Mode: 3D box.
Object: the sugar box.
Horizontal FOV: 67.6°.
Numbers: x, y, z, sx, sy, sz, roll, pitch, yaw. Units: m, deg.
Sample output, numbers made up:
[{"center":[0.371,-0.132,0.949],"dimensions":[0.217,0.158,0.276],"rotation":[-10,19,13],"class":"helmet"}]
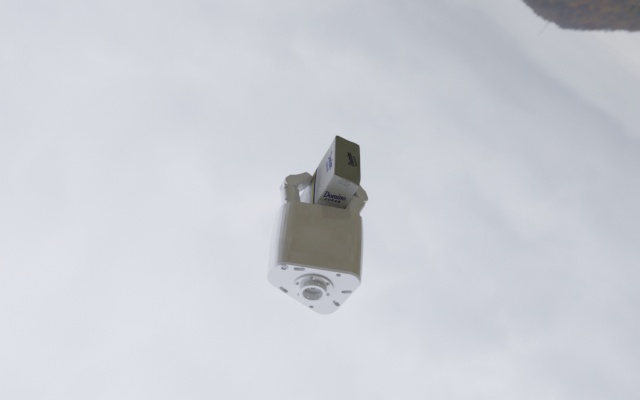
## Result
[{"center":[0.001,0.003,0.690],"dimensions":[0.048,0.093,0.176],"rotation":[23,-51,-16],"class":"sugar box"}]
